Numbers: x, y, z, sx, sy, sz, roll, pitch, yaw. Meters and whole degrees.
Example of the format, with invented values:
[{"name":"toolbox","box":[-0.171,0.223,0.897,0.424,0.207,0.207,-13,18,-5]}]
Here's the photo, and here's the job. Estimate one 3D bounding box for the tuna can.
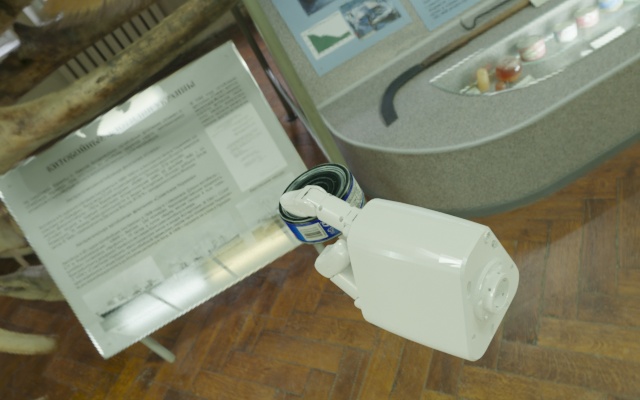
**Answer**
[{"name":"tuna can","box":[0.000,0.001,0.490,0.086,0.086,0.034,0,-42,39]}]
